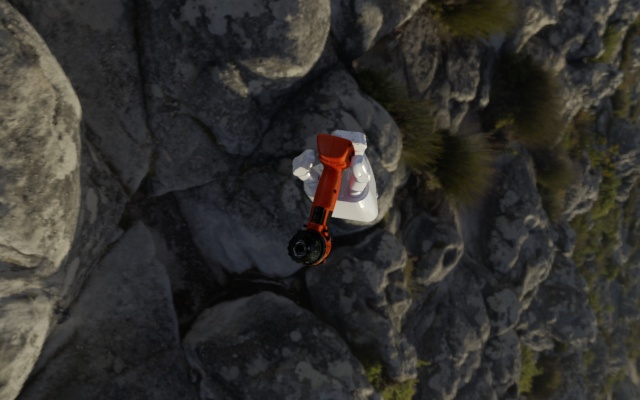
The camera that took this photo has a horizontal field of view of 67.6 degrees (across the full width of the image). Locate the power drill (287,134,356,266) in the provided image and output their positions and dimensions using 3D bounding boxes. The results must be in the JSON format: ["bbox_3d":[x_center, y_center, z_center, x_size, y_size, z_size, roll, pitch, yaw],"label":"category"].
[{"bbox_3d":[0.000,0.002,0.696,0.057,0.187,0.184,15,-2,6],"label":"power drill"}]
